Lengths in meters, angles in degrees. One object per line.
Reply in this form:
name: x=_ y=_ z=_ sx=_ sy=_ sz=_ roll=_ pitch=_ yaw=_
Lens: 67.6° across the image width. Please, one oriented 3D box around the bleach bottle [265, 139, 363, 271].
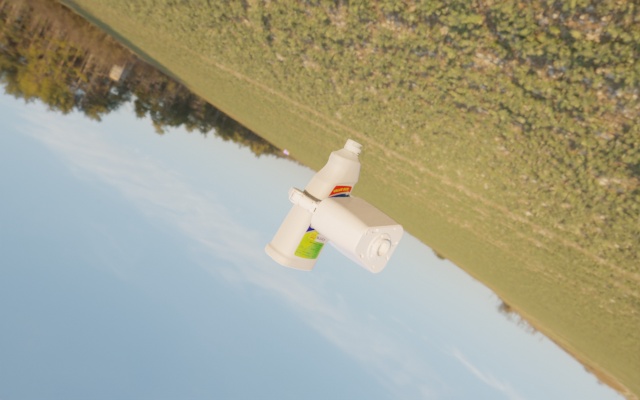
bleach bottle: x=0.000 y=0.003 z=0.870 sx=0.068 sy=0.251 sz=0.102 roll=33 pitch=8 yaw=40
